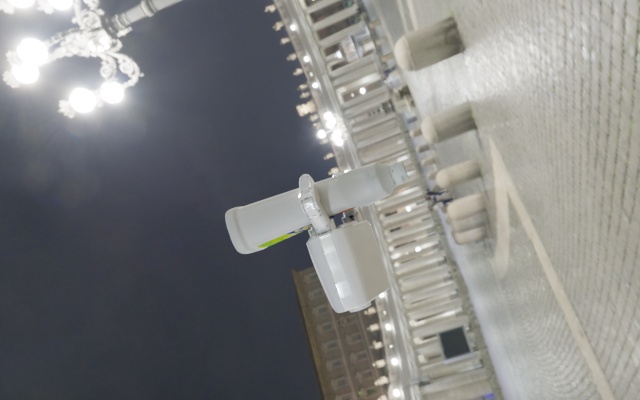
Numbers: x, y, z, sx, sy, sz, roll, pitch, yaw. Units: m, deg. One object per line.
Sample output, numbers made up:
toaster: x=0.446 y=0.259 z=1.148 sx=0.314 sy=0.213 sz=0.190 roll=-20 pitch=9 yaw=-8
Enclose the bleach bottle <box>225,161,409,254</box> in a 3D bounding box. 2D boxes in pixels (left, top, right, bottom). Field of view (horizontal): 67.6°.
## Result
bleach bottle: x=0.000 y=0.002 z=0.672 sx=0.251 sy=0.068 sz=0.102 roll=-21 pitch=-6 yaw=13
